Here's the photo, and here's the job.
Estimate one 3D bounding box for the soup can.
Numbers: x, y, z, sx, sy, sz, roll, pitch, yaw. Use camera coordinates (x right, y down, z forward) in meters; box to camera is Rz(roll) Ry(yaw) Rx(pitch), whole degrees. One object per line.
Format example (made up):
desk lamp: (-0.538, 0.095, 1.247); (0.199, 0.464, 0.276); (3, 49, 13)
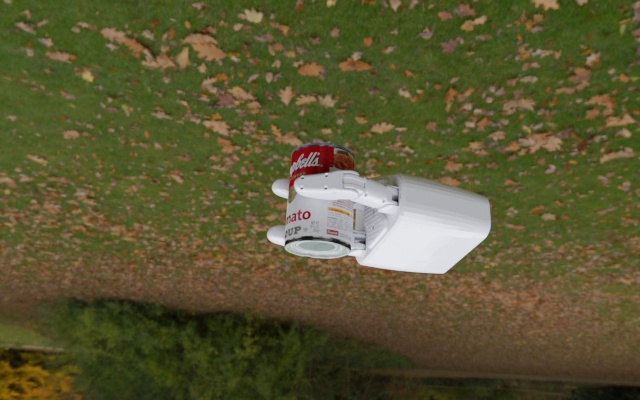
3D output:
soup can: (0.000, 0.002, 0.485); (0.068, 0.102, 0.068); (3, -21, 1)
